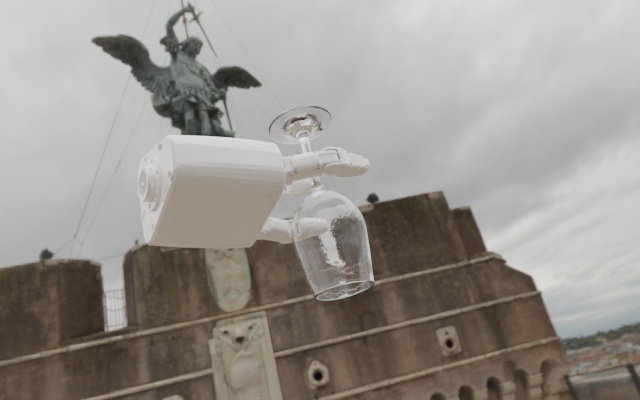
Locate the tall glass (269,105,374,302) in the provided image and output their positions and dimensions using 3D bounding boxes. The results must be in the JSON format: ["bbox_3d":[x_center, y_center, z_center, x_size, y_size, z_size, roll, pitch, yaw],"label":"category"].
[{"bbox_3d":[0.000,0.001,0.509,0.079,0.201,0.079,-13,-23,-6],"label":"tall glass"}]
